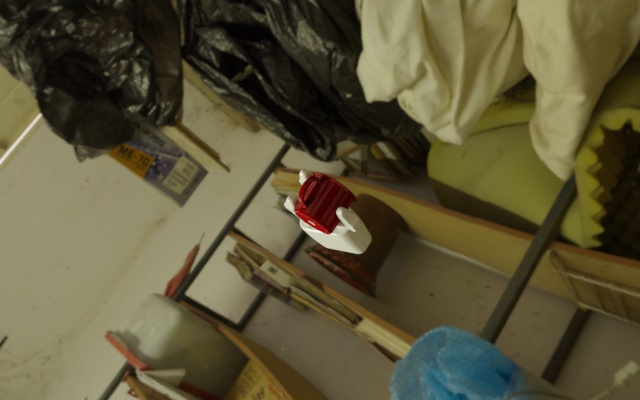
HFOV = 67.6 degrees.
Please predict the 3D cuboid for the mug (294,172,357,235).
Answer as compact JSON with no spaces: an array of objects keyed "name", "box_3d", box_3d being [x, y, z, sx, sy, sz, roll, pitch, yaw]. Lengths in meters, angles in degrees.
[{"name":"mug","box_3d":[-0.001,0.002,0.854,0.093,0.081,0.117,24,-14,38]}]
